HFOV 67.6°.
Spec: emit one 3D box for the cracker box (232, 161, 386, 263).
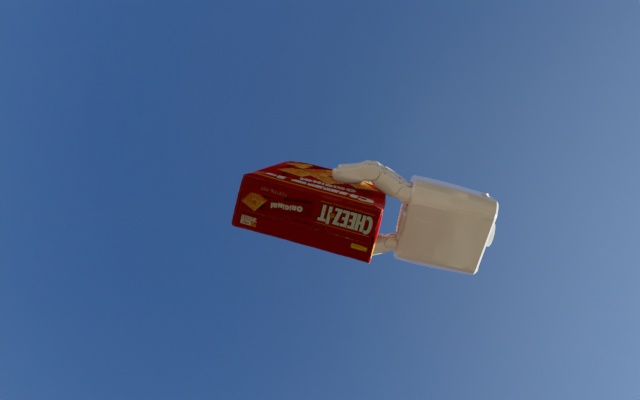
[{"bbox_3d":[0.000,0.002,0.628,0.164,0.072,0.213,14,10,7],"label":"cracker box"}]
